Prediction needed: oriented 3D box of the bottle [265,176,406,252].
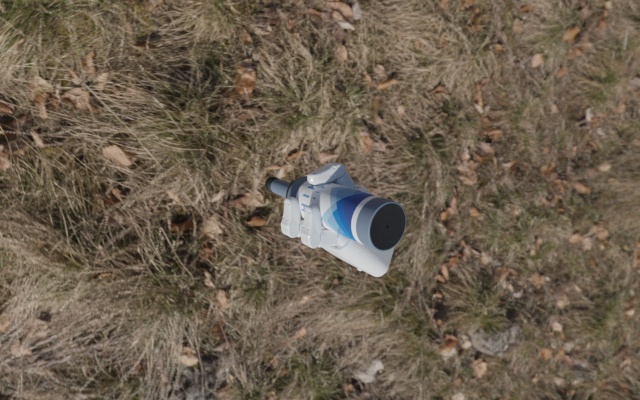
[{"bbox_3d":[0.000,0.002,0.720,0.069,0.069,0.295,0,12,-37],"label":"bottle"}]
